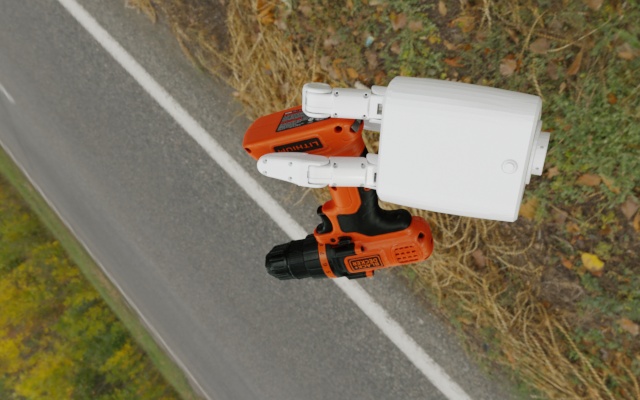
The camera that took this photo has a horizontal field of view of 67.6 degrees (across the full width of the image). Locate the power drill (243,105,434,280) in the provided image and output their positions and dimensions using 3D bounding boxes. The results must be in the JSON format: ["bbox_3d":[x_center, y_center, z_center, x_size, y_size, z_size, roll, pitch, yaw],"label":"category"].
[{"bbox_3d":[0.000,0.001,0.464,0.184,0.188,0.057,-13,36,19],"label":"power drill"}]
